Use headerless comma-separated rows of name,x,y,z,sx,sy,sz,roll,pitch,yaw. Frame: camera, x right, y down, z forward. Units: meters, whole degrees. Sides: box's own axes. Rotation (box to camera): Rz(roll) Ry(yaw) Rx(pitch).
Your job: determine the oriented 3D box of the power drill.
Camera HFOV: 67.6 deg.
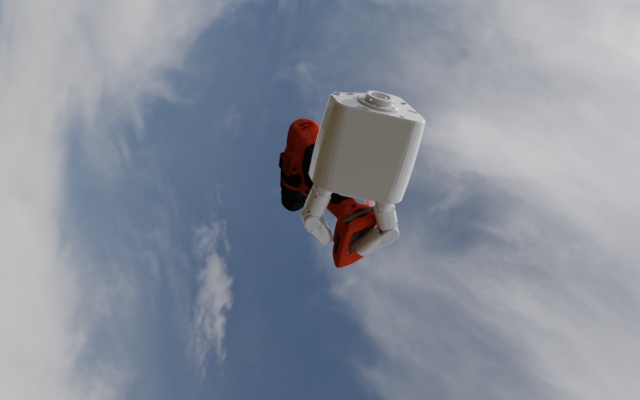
power drill,0.000,0.002,0.689,0.057,0.187,0.185,-23,-31,-24
